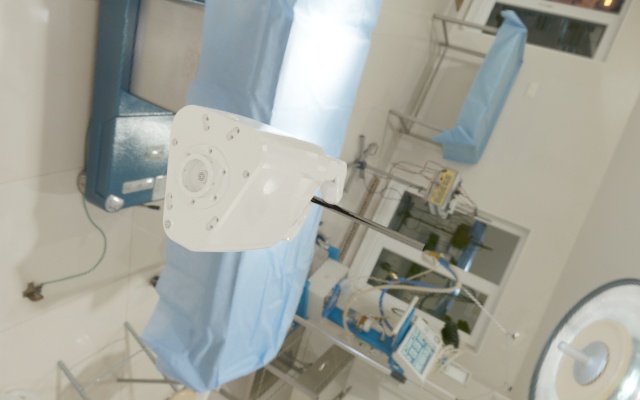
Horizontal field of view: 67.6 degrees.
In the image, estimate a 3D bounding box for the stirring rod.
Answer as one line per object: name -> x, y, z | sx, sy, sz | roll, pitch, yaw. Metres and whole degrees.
stirring rod -> 0.000, 0.002, 0.514 | 0.239, 0.011, 0.011 | 24, 10, 23
